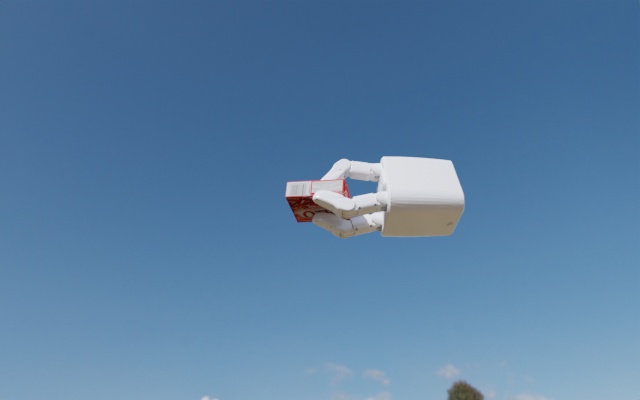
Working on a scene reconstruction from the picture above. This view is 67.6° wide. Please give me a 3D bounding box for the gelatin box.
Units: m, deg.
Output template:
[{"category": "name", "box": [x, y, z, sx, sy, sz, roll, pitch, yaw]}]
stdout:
[{"category": "gelatin box", "box": [0.000, 0.002, 0.706, 0.089, 0.030, 0.073, -2, -33, 13]}]
